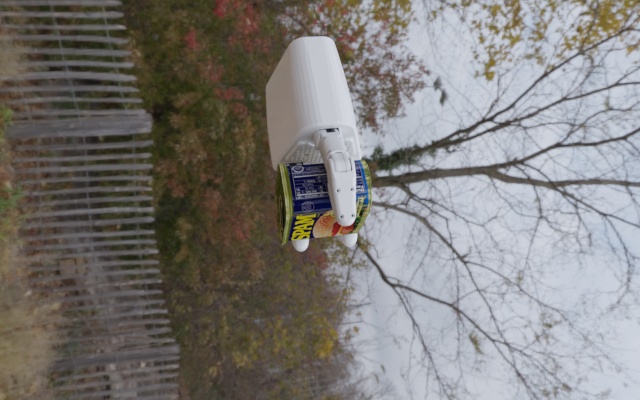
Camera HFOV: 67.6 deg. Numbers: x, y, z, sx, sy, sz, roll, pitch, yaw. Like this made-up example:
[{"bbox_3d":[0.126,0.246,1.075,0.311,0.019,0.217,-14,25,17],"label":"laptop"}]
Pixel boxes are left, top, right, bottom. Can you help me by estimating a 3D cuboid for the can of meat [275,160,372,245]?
[{"bbox_3d":[0.000,0.002,0.479,0.084,0.057,0.102,-6,-23,-11],"label":"can of meat"}]
